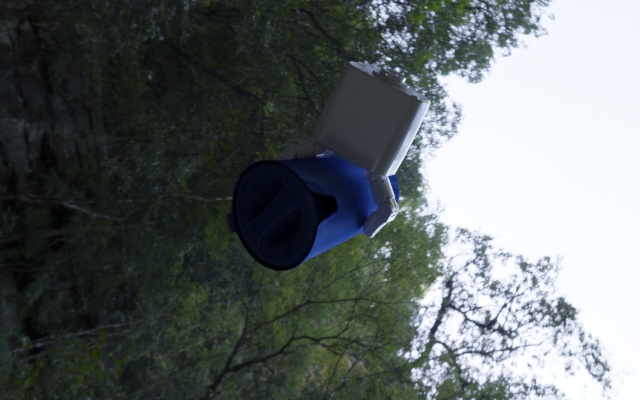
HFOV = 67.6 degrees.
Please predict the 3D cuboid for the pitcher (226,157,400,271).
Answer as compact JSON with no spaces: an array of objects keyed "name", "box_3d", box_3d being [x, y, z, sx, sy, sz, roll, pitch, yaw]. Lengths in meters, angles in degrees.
[{"name":"pitcher","box_3d":[0.000,0.002,0.658,0.149,0.145,0.243,38,28,25]}]
